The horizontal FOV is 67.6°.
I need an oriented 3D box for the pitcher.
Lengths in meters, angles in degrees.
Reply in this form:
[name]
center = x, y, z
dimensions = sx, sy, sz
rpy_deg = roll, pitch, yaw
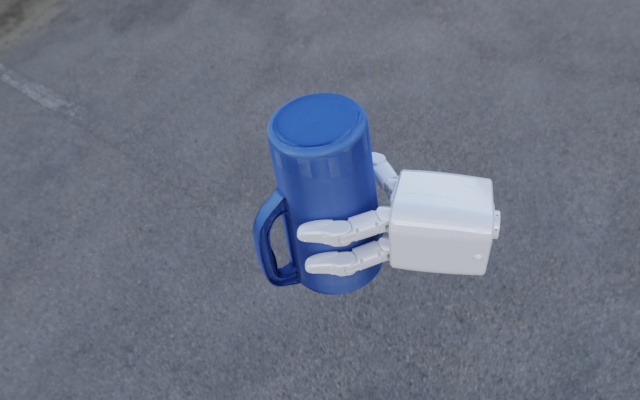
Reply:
[pitcher]
center = 0.000, 0.002, 0.580
dimensions = 0.145, 0.149, 0.243
rpy_deg = 6, -42, 15
